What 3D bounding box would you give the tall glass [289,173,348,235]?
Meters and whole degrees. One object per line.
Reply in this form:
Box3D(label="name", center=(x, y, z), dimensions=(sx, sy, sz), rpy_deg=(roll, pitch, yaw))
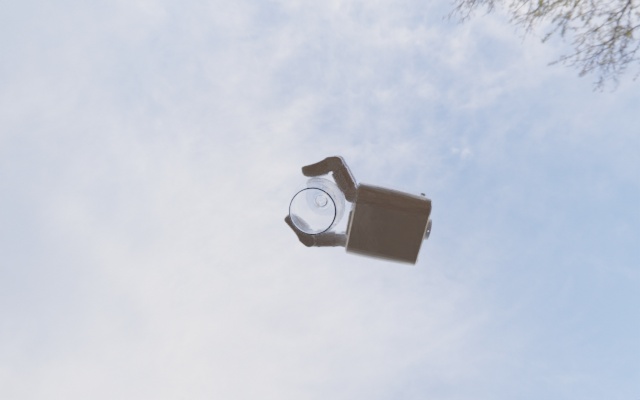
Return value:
Box3D(label="tall glass", center=(0.000, 0.002, 0.707), dimensions=(0.079, 0.079, 0.201), rpy_deg=(0, 7, 6))
